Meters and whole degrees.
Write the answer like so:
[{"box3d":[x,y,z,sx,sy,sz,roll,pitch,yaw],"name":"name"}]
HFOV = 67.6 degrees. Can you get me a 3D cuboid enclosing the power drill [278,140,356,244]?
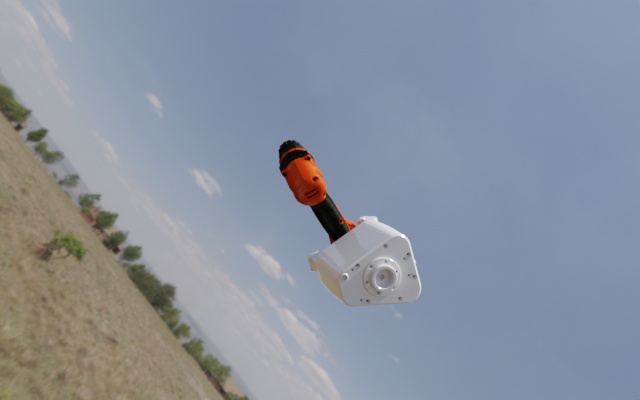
[{"box3d":[0.000,0.003,0.738,0.057,0.188,0.184,-33,28,5],"name":"power drill"}]
